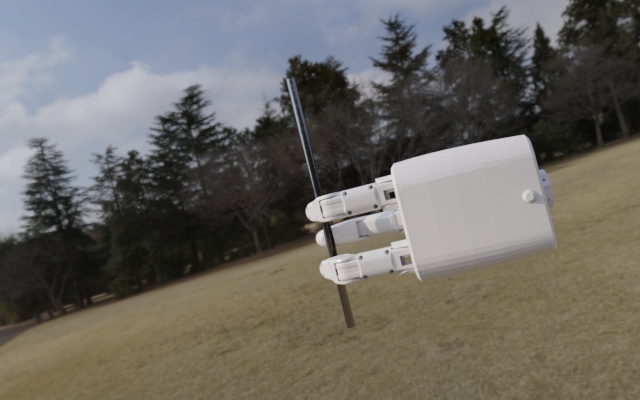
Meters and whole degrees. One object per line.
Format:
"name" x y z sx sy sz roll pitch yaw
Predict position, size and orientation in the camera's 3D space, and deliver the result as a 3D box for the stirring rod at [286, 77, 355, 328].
"stirring rod" 0.000 0.002 0.450 0.011 0.239 0.011 -14 -1 0
